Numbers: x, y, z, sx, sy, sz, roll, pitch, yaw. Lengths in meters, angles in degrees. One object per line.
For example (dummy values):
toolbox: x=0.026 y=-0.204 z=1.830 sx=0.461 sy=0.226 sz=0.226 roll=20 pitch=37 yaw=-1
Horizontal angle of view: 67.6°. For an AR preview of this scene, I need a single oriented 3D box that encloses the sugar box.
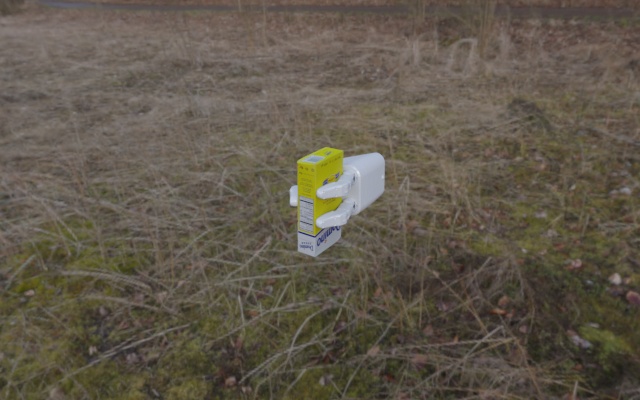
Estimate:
sugar box: x=0.001 y=0.003 z=0.852 sx=0.048 sy=0.176 sz=0.093 roll=13 pitch=27 yaw=32
